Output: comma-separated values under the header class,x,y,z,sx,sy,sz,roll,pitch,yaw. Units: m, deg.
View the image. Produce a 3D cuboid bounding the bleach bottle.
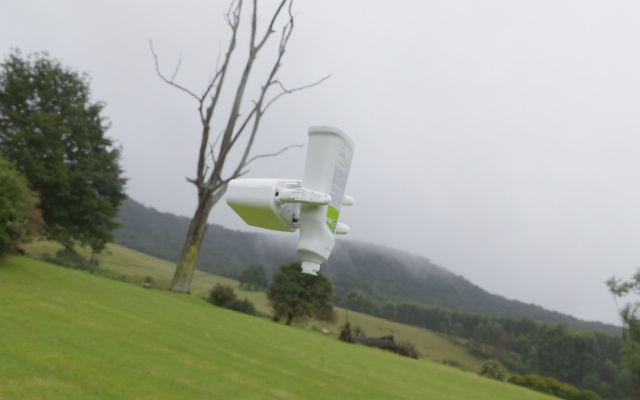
class,x,y,z,sx,sy,sz,roll,pitch,yaw
bleach bottle,0.000,0.003,0.832,0.068,0.250,0.102,4,-14,28
